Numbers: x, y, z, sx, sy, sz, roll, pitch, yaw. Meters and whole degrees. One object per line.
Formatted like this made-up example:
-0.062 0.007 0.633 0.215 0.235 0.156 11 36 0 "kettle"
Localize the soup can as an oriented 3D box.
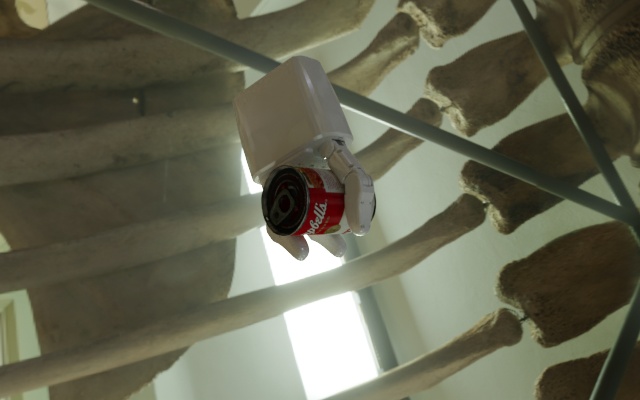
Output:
0.001 0.002 0.488 0.102 0.068 0.068 2 -2 -45 "soup can"
